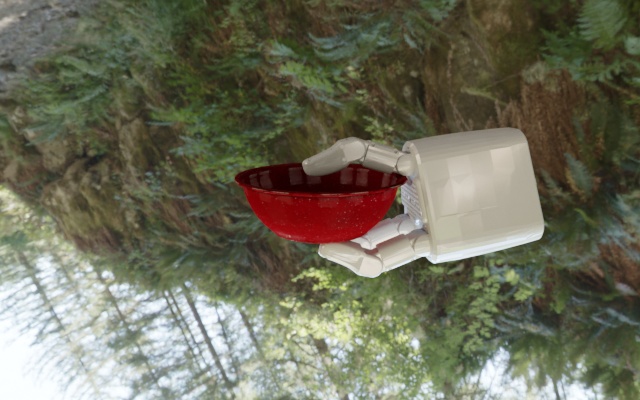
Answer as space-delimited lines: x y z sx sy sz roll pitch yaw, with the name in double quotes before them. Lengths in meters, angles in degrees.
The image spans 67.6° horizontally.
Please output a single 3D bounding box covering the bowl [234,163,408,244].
"bowl" -0.001 0.002 0.457 0.162 0.055 0.162 1 13 0
